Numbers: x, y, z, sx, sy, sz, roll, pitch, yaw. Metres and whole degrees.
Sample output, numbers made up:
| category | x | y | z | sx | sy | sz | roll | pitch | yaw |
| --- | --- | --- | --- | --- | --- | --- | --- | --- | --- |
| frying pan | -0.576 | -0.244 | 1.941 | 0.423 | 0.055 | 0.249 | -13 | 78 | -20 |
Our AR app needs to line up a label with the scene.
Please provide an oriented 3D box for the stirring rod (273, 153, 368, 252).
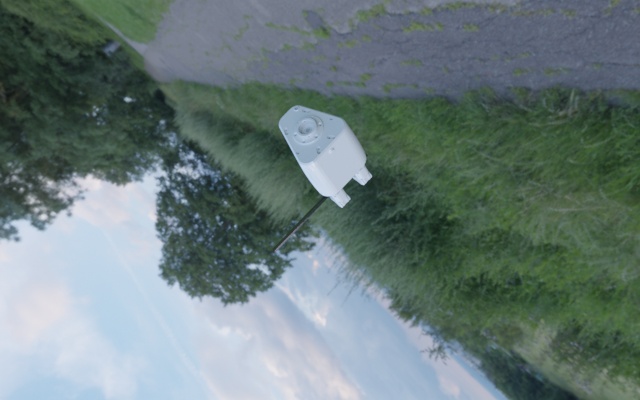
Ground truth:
| category | x | y | z | sx | sy | sz | roll | pitch | yaw |
| --- | --- | --- | --- | --- | --- | --- | --- | --- | --- |
| stirring rod | 0.000 | 0.003 | 0.860 | 0.011 | 0.239 | 0.011 | 44 | -4 | 3 |
